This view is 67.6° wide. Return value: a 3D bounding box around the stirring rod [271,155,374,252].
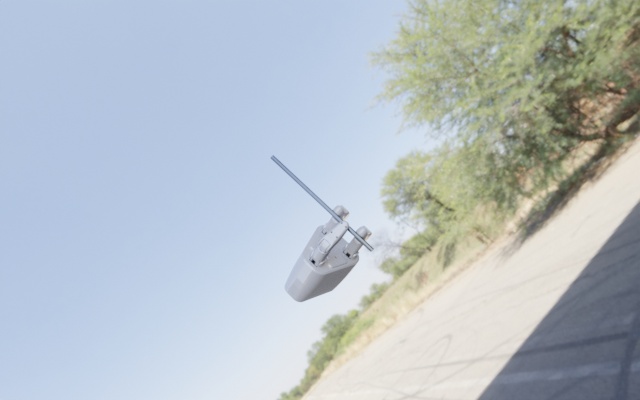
[{"bbox_3d":[0.000,0.003,0.814,0.239,0.011,0.011,43,12,13],"label":"stirring rod"}]
